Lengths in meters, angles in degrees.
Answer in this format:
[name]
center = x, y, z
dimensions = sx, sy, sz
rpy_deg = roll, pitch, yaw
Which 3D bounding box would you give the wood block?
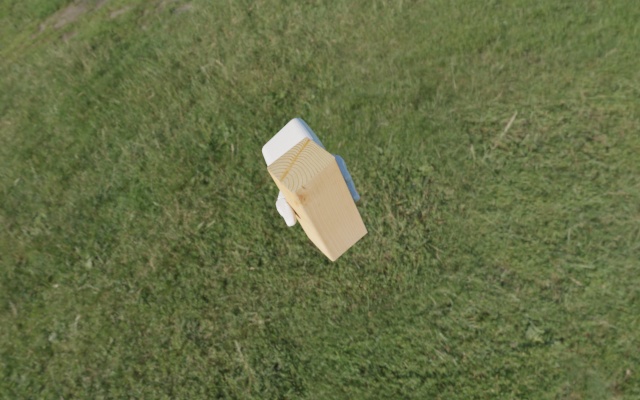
[wood block]
center = 0.000, 0.003, 0.845
dimensions = 0.090, 0.091, 0.206
rpy_deg = 42, -14, 42
